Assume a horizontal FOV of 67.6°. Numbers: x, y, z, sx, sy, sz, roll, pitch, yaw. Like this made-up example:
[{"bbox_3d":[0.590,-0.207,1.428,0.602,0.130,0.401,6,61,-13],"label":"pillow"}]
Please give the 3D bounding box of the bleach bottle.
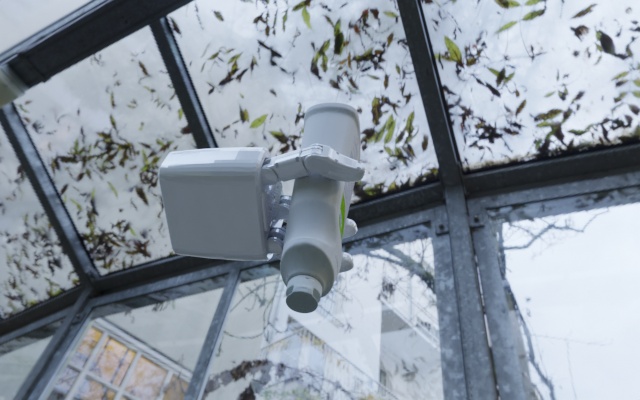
[{"bbox_3d":[0.000,0.002,0.494,0.068,0.103,0.250,0,39,10],"label":"bleach bottle"}]
